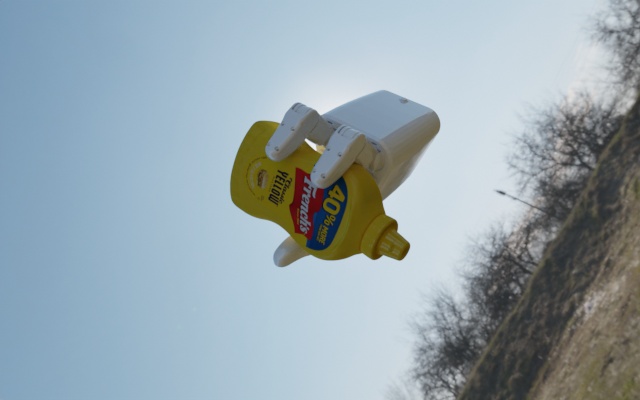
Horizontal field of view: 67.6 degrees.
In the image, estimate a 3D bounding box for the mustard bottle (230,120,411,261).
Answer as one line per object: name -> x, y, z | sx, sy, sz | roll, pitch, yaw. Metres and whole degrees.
mustard bottle -> 0.000, 0.001, 0.451 | 0.191, 0.096, 0.058 | 30, 19, 28
